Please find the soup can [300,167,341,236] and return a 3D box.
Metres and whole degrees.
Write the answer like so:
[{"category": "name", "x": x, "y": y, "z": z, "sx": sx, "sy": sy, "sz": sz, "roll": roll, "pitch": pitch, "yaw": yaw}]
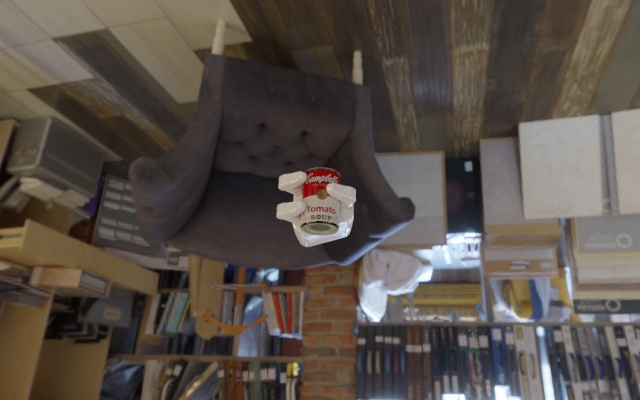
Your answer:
[{"category": "soup can", "x": 0.000, "y": 0.003, "z": 0.829, "sx": 0.068, "sy": 0.102, "sz": 0.068, "roll": 2, "pitch": -22, "yaw": 1}]
